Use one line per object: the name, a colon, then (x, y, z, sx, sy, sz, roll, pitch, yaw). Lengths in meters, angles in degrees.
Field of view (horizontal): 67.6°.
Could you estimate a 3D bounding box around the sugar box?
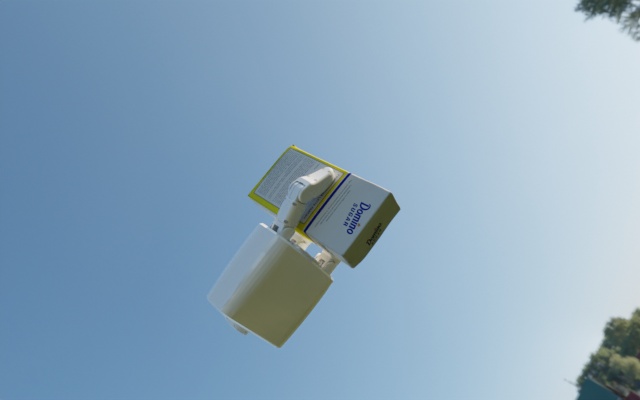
sugar box: (0.000, 0.002, 0.584, 0.176, 0.093, 0.048, 31, -13, 37)
